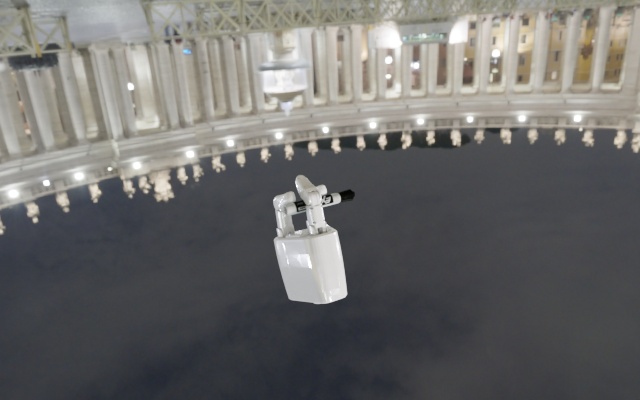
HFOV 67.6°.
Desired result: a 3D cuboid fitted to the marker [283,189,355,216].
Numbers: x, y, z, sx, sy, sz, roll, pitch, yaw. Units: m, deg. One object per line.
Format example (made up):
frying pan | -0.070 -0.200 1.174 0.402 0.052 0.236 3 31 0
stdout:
marker | 0.000 0.002 0.748 0.121 0.020 0.020 -13 5 -23
